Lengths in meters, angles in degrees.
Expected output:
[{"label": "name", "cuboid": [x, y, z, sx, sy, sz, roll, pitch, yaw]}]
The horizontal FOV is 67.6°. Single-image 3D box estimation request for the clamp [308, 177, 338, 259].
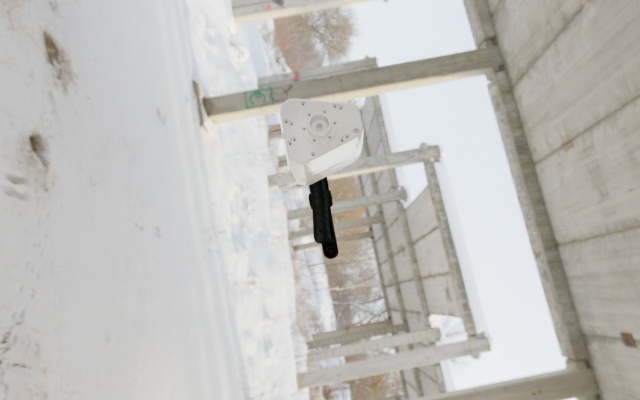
[{"label": "clamp", "cuboid": [0.001, 0.002, 0.740, 0.039, 0.171, 0.120, -11, -11, -1]}]
